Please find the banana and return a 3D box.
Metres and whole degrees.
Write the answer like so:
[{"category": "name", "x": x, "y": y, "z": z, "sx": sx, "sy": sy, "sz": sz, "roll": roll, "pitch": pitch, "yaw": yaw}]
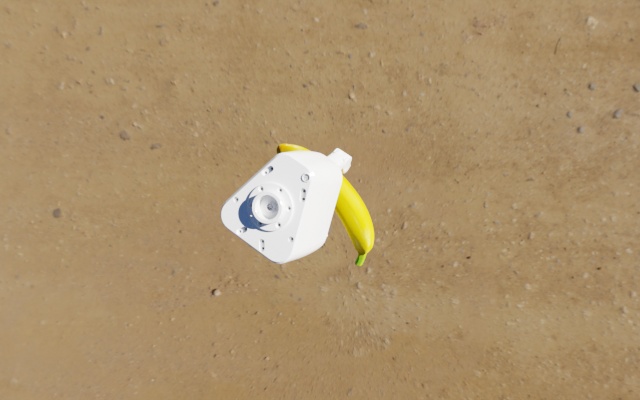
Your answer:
[{"category": "banana", "x": 0.015, "y": -0.004, "z": 0.627, "sx": 0.070, "sy": 0.198, "sz": 0.037, "roll": -34, "pitch": -1, "yaw": 34}]
